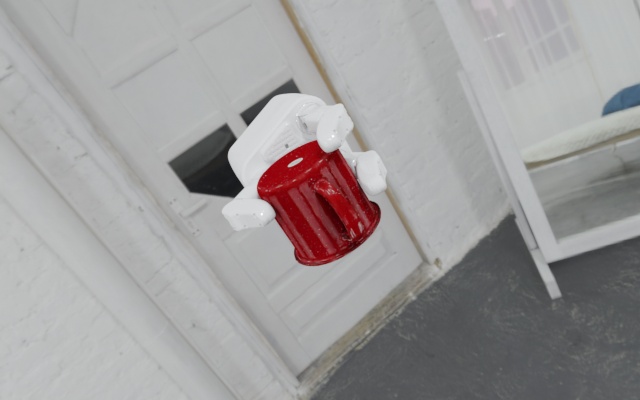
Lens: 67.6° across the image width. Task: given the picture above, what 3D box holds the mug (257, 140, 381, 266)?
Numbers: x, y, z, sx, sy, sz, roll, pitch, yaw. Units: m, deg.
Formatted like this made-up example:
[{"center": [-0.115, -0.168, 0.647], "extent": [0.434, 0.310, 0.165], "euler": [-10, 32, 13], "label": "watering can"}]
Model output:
[{"center": [0.000, 0.002, 0.421], "extent": [0.093, 0.081, 0.117], "euler": [-36, 24, -9], "label": "mug"}]
